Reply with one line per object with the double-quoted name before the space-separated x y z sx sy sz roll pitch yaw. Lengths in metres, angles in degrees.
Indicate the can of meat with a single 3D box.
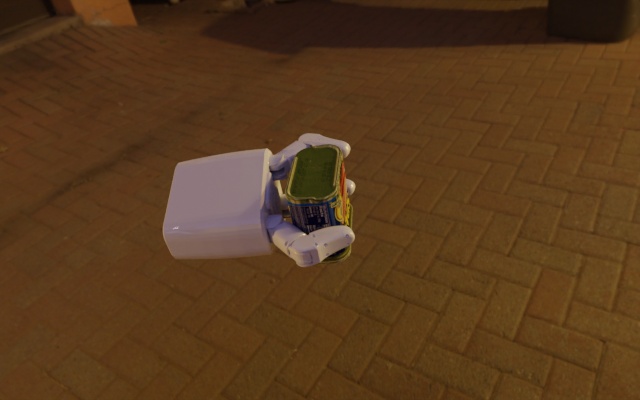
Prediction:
"can of meat" 0.000 0.001 0.502 0.057 0.084 0.102 -4 38 10
